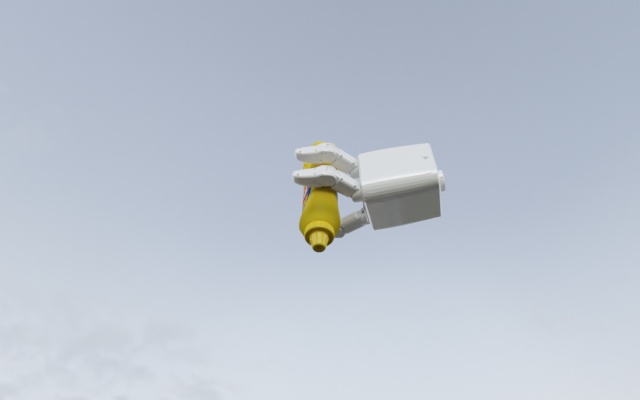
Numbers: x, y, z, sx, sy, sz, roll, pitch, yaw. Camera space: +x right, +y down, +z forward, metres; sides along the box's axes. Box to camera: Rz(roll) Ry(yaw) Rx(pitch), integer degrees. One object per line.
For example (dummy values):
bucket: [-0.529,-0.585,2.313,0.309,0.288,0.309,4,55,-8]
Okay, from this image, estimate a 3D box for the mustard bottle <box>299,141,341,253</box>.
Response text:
mustard bottle: [0.000,0.002,0.700,0.058,0.096,0.191,8,39,-6]
